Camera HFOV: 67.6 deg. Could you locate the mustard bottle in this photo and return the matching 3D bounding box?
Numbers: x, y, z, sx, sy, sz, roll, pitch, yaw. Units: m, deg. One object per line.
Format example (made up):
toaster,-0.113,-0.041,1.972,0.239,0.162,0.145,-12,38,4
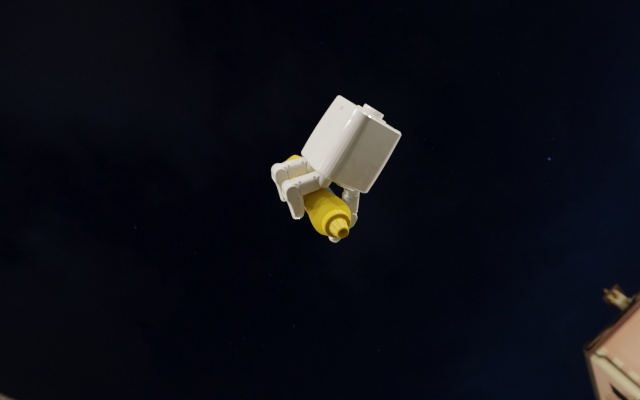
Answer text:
mustard bottle,0.000,0.003,0.740,0.058,0.096,0.191,-37,34,0
